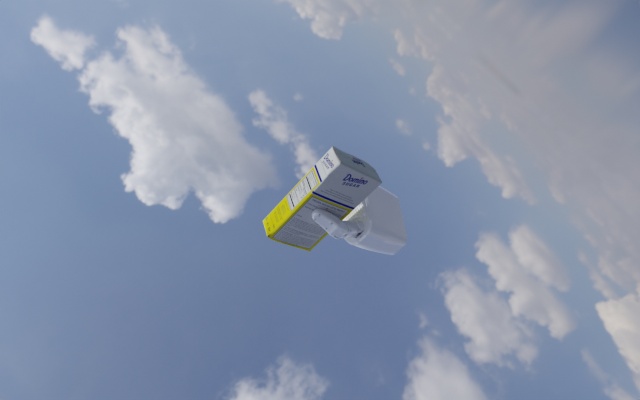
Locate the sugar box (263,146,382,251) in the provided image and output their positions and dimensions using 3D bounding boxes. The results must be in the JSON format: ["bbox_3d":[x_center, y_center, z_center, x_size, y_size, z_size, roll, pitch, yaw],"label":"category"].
[{"bbox_3d":[0.000,0.002,0.736,0.093,0.048,0.176,22,-58,-40],"label":"sugar box"}]
